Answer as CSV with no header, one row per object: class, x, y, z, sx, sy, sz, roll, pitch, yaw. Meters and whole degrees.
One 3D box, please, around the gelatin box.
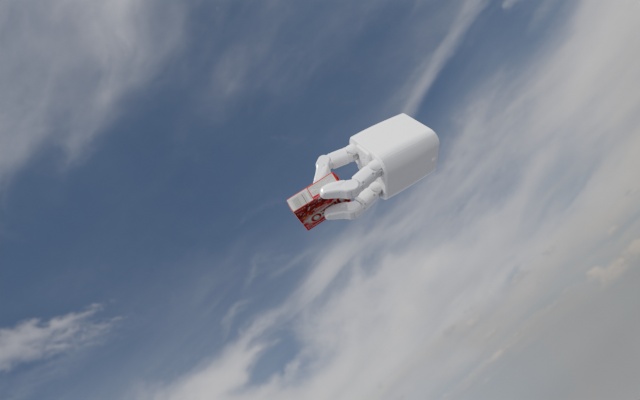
gelatin box,0.000,0.002,0.768,0.089,0.030,0.073,-32,-32,1
